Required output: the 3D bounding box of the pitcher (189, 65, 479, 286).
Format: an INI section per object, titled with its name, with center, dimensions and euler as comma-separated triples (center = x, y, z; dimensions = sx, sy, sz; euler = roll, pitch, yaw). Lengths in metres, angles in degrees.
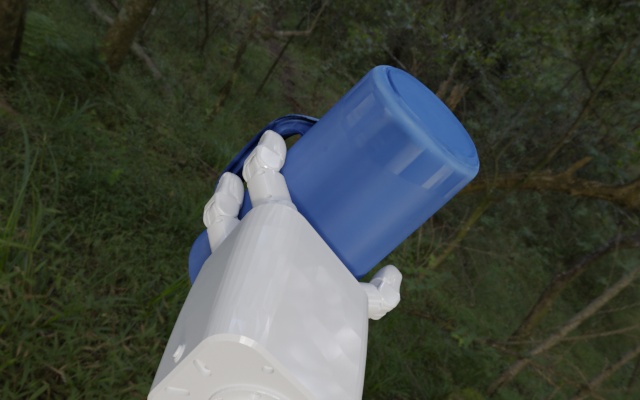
[pitcher]
center = 0.000, 0.001, 0.404
dimensions = 0.149, 0.243, 0.145
euler = 37, 31, -15
